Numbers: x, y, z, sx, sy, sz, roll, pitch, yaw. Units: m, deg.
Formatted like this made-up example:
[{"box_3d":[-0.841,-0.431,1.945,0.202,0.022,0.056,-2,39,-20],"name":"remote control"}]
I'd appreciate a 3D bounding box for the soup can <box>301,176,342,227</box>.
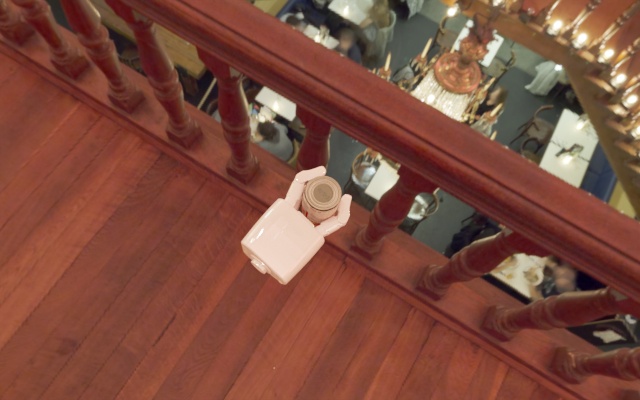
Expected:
[{"box_3d":[0.001,0.003,0.883,0.068,0.068,0.102,0,-19,-5],"name":"soup can"}]
